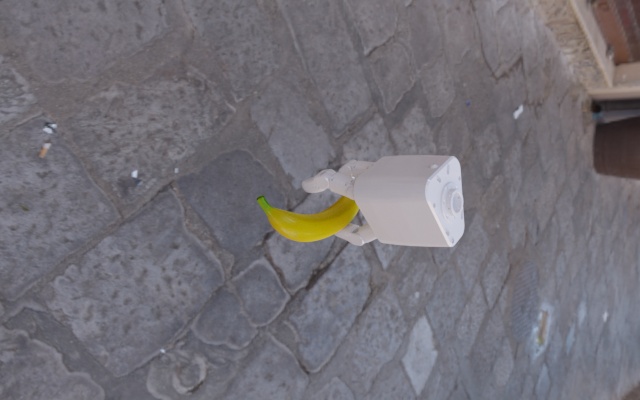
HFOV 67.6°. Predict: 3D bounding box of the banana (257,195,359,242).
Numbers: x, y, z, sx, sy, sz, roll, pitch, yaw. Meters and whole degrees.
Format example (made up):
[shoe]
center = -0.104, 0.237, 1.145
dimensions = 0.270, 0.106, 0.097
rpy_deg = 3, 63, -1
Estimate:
[banana]
center = -0.001, 0.021, 0.676
dimensions = 0.037, 0.069, 0.198
rpy_deg = -3, 1, 44
